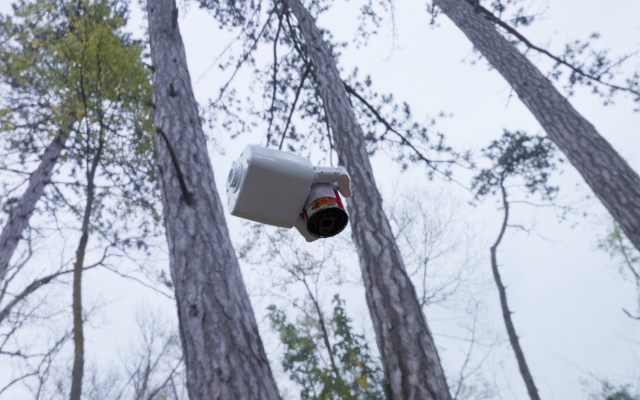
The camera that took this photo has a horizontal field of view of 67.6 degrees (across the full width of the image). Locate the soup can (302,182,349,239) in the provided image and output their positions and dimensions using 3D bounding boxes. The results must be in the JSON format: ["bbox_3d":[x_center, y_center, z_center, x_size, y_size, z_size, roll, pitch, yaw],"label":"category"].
[{"bbox_3d":[0.001,0.002,0.778,0.068,0.069,0.102,0,41,-17],"label":"soup can"}]
